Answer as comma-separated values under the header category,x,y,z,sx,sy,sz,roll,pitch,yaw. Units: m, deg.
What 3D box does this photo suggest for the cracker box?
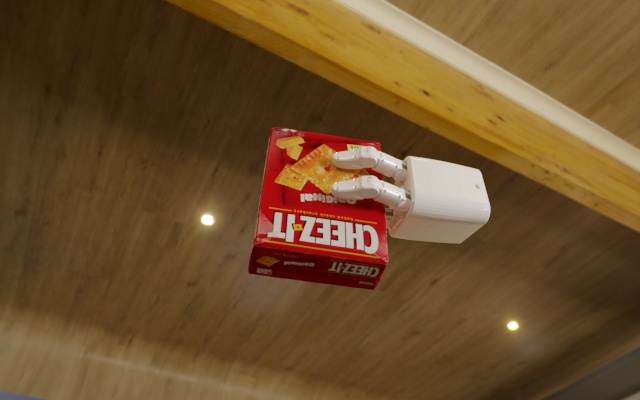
category,x,y,z,sx,sy,sz,roll,pitch,yaw
cracker box,0.000,0.002,0.641,0.164,0.213,0.072,8,-42,-7
